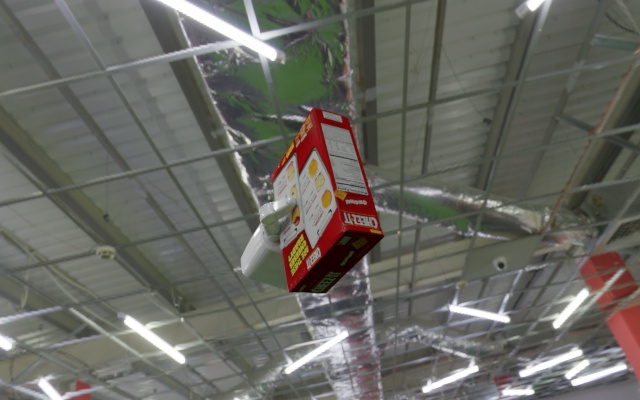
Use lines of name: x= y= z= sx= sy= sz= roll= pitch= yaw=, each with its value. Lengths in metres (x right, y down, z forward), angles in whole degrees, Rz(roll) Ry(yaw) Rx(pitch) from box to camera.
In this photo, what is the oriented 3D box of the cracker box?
cracker box: x=0.000 y=0.002 z=0.690 sx=0.072 sy=0.213 sz=0.164 roll=8 pitch=-39 yaw=-28
